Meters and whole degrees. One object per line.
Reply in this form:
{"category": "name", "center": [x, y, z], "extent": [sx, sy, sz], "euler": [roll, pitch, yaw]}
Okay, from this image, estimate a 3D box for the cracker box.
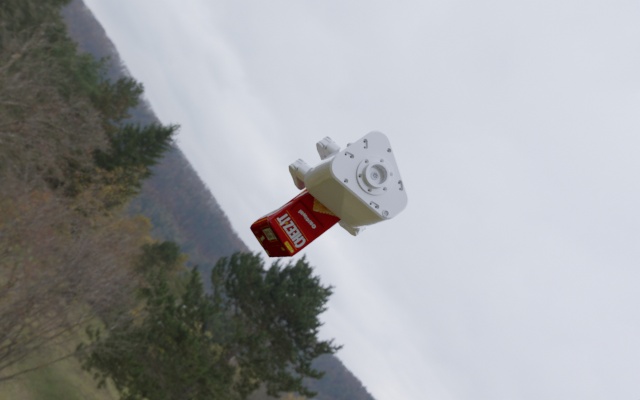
{"category": "cracker box", "center": [0.000, 0.003, 0.763], "extent": [0.213, 0.072, 0.164], "euler": [-35, 4, -18]}
